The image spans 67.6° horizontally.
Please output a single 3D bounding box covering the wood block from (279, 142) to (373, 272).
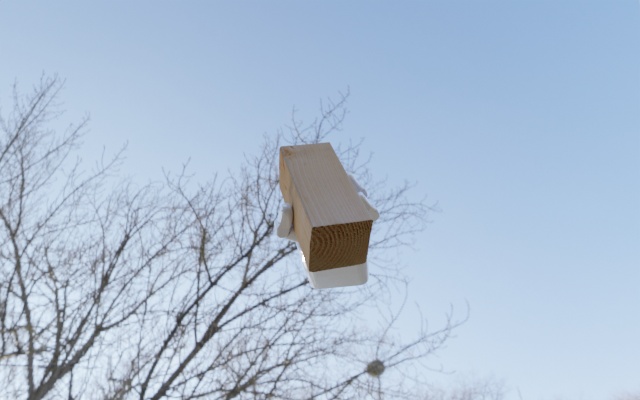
[{"bbox_3d":[0.000,0.003,0.747,0.091,0.090,0.206,-8,40,-15],"label":"wood block"}]
